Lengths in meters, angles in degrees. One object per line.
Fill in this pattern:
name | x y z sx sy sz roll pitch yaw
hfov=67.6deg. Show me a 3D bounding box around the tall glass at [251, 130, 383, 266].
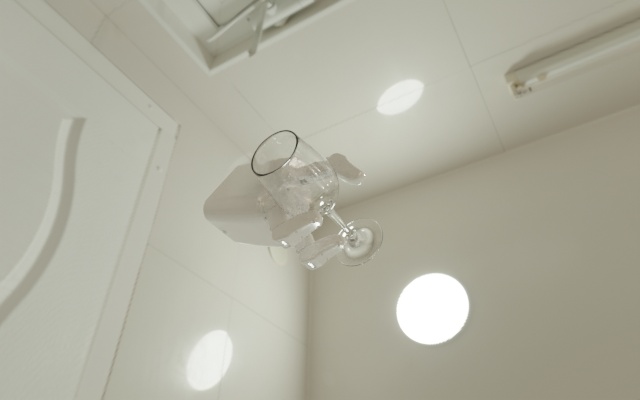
tall glass | 0.001 0.002 0.581 0.079 0.079 0.201 0 -33 37
